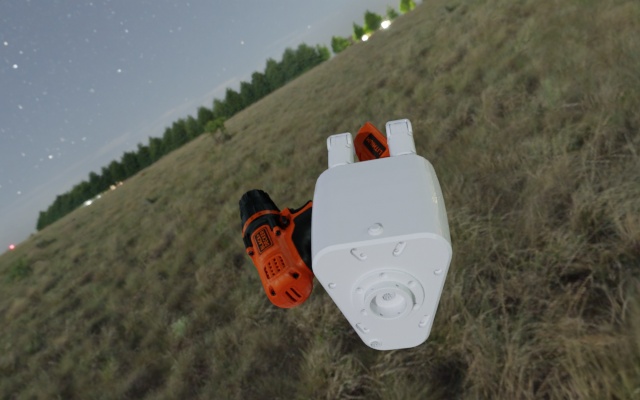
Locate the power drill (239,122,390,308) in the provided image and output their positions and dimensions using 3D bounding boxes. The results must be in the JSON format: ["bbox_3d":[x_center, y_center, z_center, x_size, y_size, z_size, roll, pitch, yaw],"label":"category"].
[{"bbox_3d":[0.000,0.001,0.505,0.057,0.187,0.184,48,6,-38],"label":"power drill"}]
